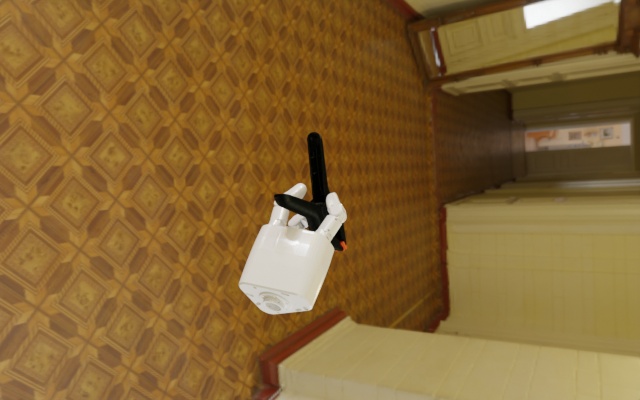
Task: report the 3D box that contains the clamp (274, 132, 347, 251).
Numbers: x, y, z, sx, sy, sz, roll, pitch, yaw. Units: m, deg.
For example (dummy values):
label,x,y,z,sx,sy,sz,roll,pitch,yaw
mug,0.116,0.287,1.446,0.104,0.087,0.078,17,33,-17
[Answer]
label,x,y,z,sx,sy,sz,roll,pitch,yaw
clamp,0.001,0.003,0.797,0.036,0.164,0.210,-2,-41,29
